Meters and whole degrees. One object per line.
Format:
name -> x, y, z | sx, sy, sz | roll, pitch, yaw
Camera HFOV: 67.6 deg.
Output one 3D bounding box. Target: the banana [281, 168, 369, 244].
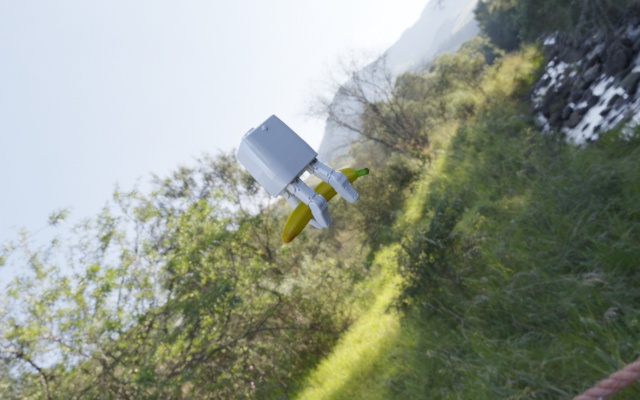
banana -> -0.003, 0.000, 0.849 | 0.198, 0.037, 0.069 | -43, 14, -12
